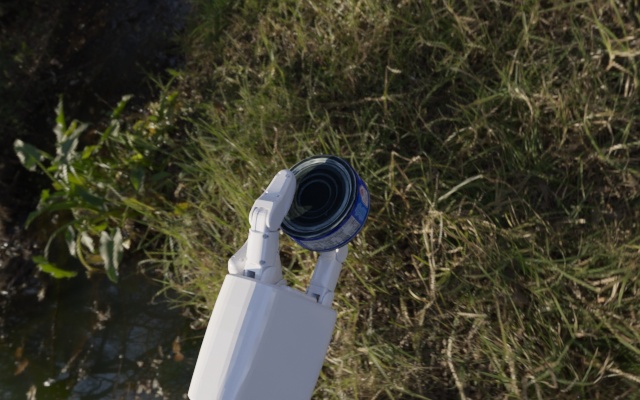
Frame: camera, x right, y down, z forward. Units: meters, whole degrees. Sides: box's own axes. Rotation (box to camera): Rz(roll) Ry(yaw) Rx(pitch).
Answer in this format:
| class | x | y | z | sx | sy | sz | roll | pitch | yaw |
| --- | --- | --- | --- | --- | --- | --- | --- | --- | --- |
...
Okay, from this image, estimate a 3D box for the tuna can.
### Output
| class | x | y | z | sx | sy | sz | roll | pitch | yaw |
| --- | --- | --- | --- | --- | --- | --- | --- | --- | --- |
| tuna can | 0.000 | 0.001 | 0.435 | 0.086 | 0.086 | 0.034 | 0 | -25 | 28 |
